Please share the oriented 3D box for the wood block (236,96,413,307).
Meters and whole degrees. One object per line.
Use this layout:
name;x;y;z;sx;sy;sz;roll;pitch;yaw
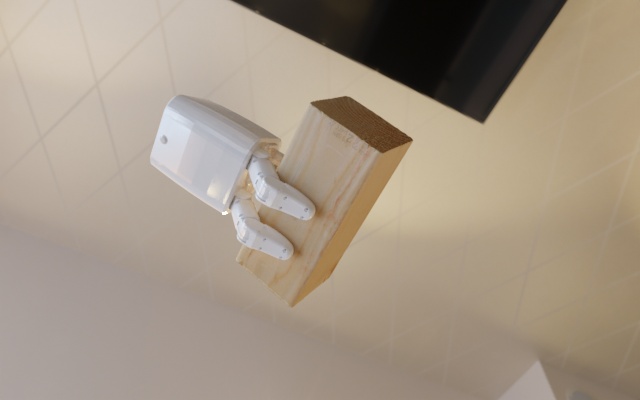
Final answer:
wood block;0.000;0.001;0.519;0.090;0.206;0.091;37;30;15
